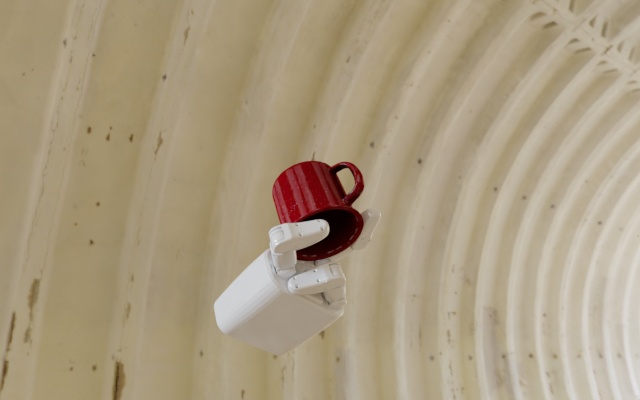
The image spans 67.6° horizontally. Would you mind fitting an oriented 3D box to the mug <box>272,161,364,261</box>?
[{"bbox_3d":[0.001,0.001,0.540,0.093,0.081,0.117,24,-57,-42],"label":"mug"}]
